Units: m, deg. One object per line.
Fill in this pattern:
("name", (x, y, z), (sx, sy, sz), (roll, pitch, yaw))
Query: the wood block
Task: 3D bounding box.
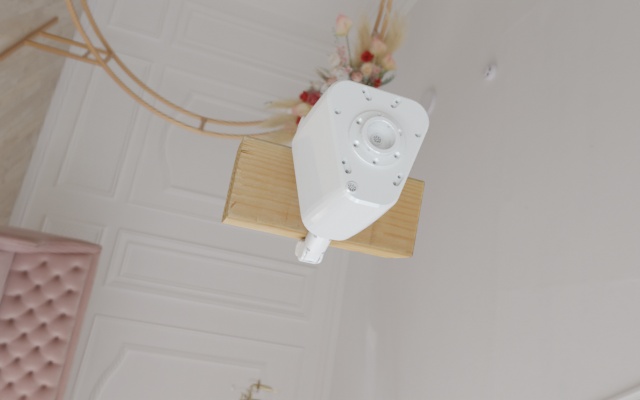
("wood block", (0.000, 0.002, 0.545), (0.206, 0.091, 0.090), (13, -9, -13))
